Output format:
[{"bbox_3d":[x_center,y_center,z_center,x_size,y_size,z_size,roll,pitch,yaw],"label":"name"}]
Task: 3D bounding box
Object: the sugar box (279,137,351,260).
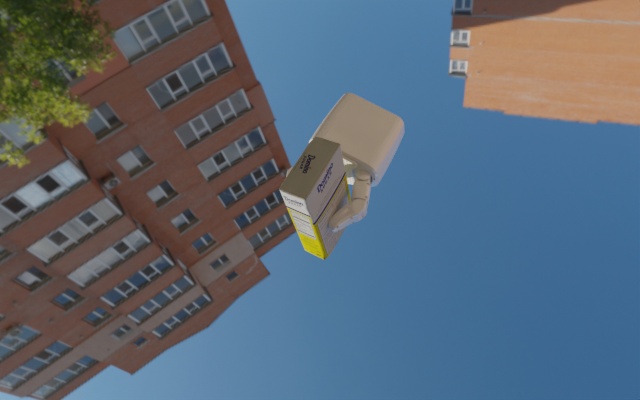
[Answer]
[{"bbox_3d":[0.000,0.002,0.660,0.048,0.093,0.176,21,-26,24],"label":"sugar box"}]
